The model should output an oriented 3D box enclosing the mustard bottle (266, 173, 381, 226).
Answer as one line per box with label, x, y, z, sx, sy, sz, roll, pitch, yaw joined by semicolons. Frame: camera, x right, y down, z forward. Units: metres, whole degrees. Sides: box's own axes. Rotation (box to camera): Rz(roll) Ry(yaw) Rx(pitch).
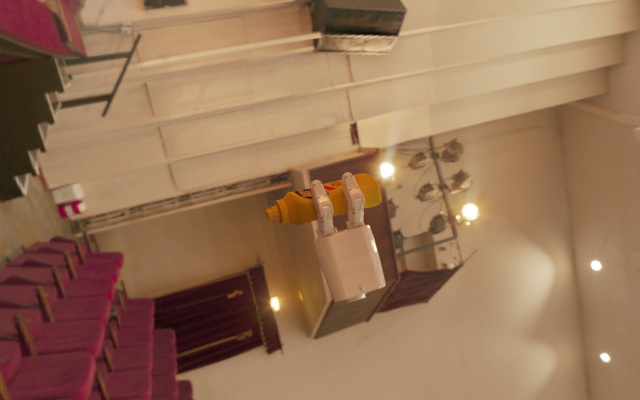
mustard bottle;0.000;0.002;0.818;0.191;0.058;0.096;-15;17;-16
